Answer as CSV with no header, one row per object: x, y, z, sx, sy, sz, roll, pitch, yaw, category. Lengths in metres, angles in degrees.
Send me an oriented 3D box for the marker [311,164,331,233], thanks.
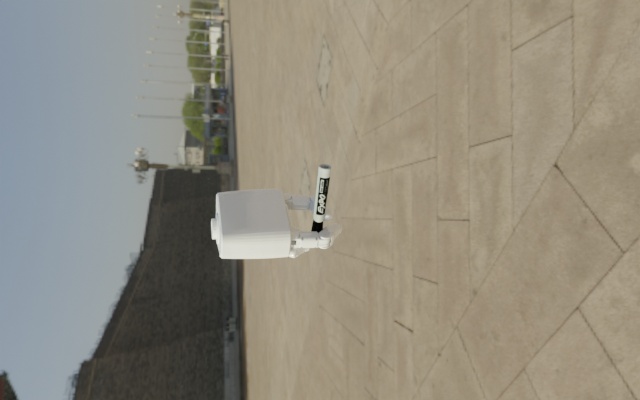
0.000,0.002,0.737,0.020,0.121,0.020,6,28,-3,marker
